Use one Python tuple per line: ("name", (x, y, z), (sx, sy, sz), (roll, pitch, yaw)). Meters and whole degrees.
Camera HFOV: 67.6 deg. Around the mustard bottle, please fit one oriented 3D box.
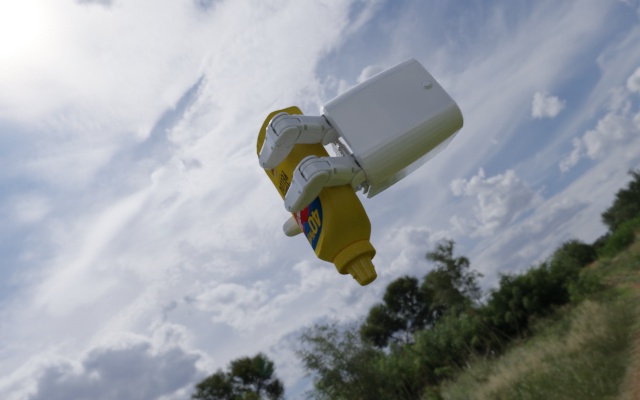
("mustard bottle", (0.000, 0.002, 0.481), (0.058, 0.191, 0.096), (-20, -29, -25))
